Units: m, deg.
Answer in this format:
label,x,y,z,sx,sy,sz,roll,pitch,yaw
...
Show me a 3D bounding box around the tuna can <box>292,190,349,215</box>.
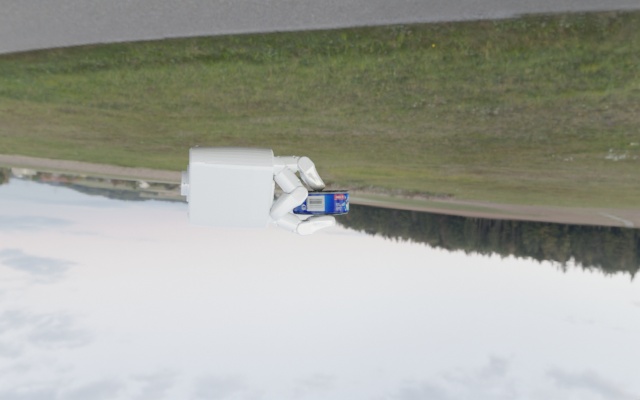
label,x,y,z,sx,sy,sz,roll,pitch,yaw
tuna can,0.000,0.003,0.711,0.086,0.034,0.086,-1,3,0
